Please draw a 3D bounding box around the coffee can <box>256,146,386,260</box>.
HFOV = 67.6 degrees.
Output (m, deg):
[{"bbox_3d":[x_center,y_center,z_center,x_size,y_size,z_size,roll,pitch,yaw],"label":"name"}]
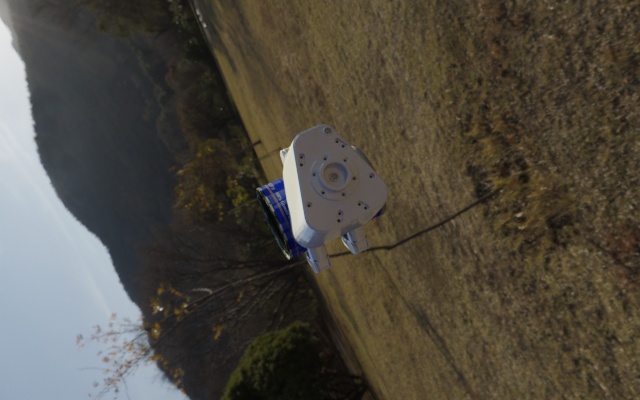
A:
[{"bbox_3d":[0.000,0.002,0.631,0.140,0.103,0.103,-25,6,-12],"label":"coffee can"}]
